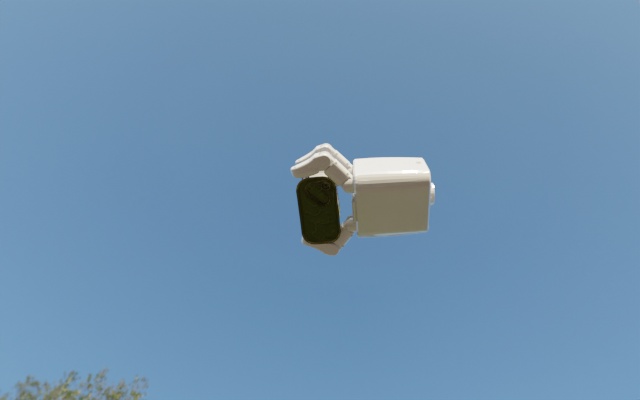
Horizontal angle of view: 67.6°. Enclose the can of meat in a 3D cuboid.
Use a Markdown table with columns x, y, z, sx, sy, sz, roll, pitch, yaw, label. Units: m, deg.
| x | y | z | sx | sy | sz | roll | pitch | yaw | label |
| --- | --- | --- | --- | --- | --- | --- | --- | --- | --- |
| 0.000 | 0.002 | 0.718 | 0.057 | 0.102 | 0.084 | -5 | 19 | 6 | can of meat |
